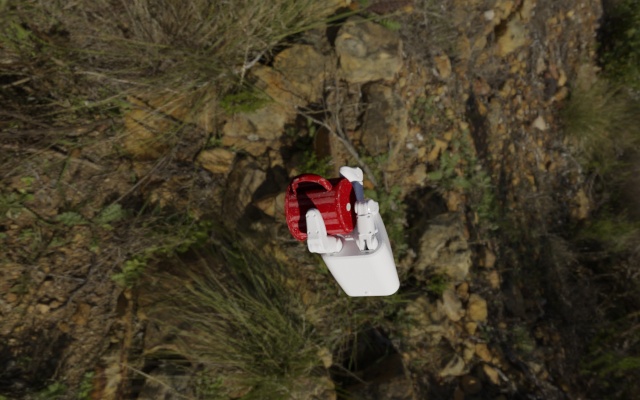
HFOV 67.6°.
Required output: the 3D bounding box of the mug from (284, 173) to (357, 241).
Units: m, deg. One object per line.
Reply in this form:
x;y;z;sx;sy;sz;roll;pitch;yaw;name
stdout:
0.000;0.001;0.690;0.081;0.093;0.117;-6;-44;23;mug
